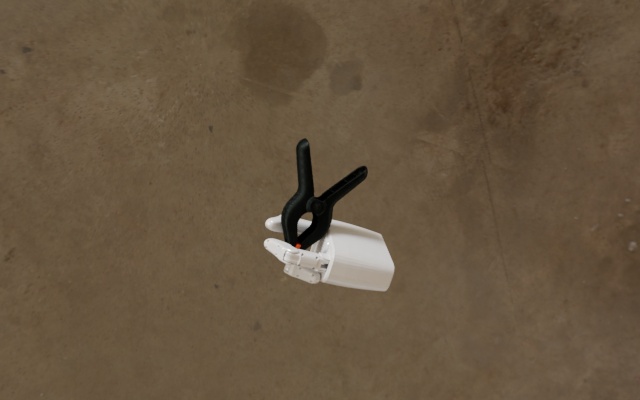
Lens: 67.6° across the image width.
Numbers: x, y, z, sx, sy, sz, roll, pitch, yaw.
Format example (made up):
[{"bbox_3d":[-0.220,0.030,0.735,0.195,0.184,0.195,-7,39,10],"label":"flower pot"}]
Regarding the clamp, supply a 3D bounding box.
[{"bbox_3d":[0.000,0.003,0.716,0.120,0.171,0.039,14,12,-18],"label":"clamp"}]
